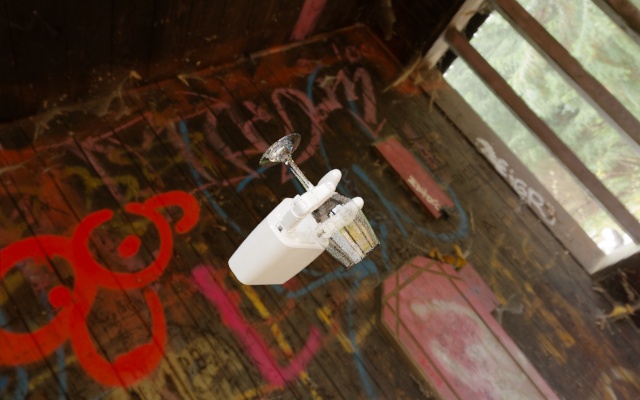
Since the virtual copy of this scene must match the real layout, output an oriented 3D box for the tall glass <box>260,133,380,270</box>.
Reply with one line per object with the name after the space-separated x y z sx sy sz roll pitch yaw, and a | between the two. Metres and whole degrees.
0.000 0.002 0.688 0.079 0.201 0.079 -36 -13 -10 | tall glass
